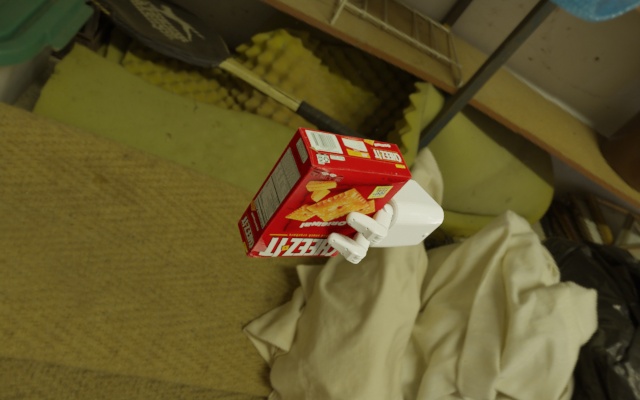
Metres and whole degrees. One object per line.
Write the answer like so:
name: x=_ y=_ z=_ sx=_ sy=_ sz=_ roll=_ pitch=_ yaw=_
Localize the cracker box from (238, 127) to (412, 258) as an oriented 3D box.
cracker box: x=0.000 y=0.002 z=0.685 sx=0.164 sy=0.072 sz=0.214 roll=5 pitch=-39 yaw=-33
